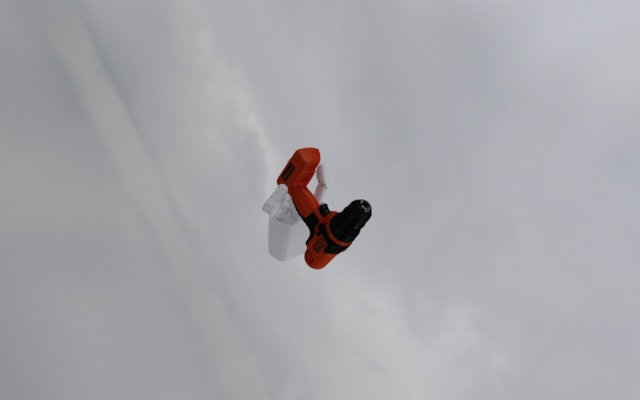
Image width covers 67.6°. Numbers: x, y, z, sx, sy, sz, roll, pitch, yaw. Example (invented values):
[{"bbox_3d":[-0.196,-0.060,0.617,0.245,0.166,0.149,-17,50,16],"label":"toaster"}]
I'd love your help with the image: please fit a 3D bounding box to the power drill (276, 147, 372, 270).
[{"bbox_3d":[0.000,0.002,0.820,0.057,0.187,0.184,-4,-32,-38],"label":"power drill"}]
